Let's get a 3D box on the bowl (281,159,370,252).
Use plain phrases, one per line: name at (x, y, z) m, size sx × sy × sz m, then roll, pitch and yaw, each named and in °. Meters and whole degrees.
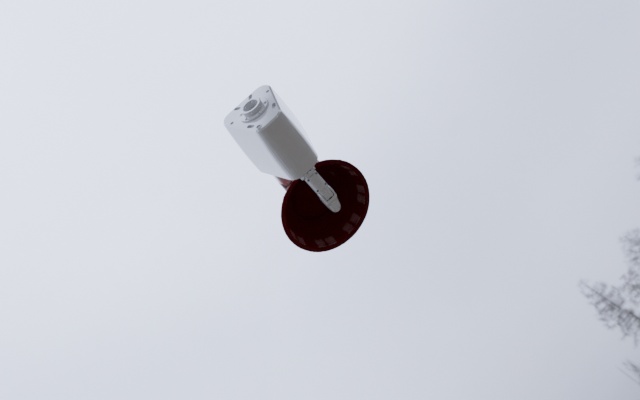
bowl at (0.000, 0.004, 0.800) m, size 0.162 × 0.162 × 0.055 m, roll 0°, pitch 20°, yaw -27°
